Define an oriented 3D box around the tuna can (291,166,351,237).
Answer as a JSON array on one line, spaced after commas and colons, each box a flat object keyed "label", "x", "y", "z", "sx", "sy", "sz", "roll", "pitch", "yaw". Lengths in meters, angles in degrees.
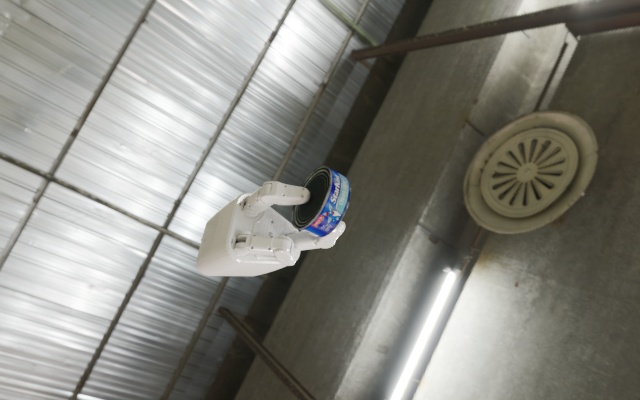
[{"label": "tuna can", "x": 0.001, "y": 0.002, "z": 0.595, "sx": 0.034, "sy": 0.086, "sz": 0.086, "roll": 26, "pitch": -12, "yaw": -25}]
